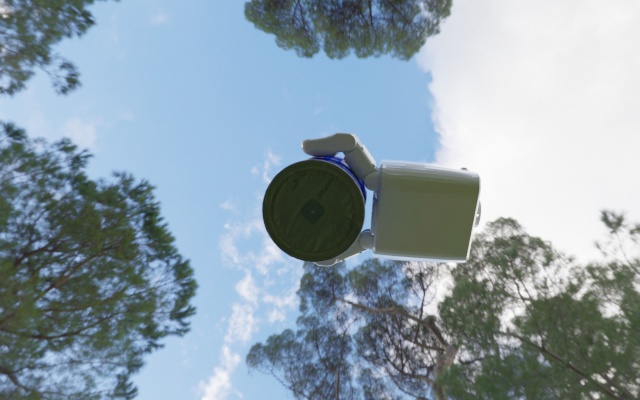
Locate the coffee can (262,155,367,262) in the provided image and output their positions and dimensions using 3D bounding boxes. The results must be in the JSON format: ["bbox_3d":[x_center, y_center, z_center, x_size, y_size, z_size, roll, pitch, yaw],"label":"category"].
[{"bbox_3d":[0.000,0.002,0.536,0.103,0.103,0.140,0,8,6],"label":"coffee can"}]
